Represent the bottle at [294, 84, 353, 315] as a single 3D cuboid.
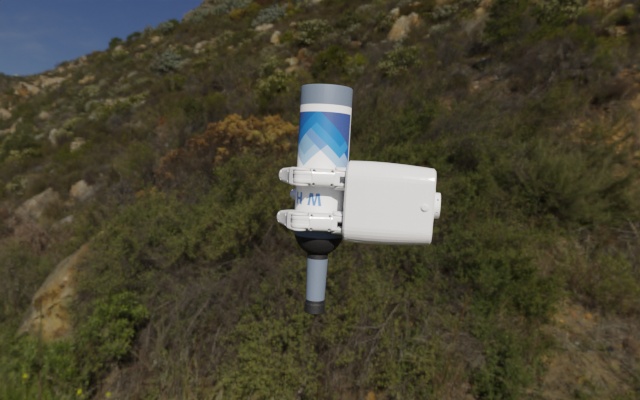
[{"bbox_3d":[0.000,0.002,0.626,0.069,0.296,0.069,3,5,0],"label":"bottle"}]
